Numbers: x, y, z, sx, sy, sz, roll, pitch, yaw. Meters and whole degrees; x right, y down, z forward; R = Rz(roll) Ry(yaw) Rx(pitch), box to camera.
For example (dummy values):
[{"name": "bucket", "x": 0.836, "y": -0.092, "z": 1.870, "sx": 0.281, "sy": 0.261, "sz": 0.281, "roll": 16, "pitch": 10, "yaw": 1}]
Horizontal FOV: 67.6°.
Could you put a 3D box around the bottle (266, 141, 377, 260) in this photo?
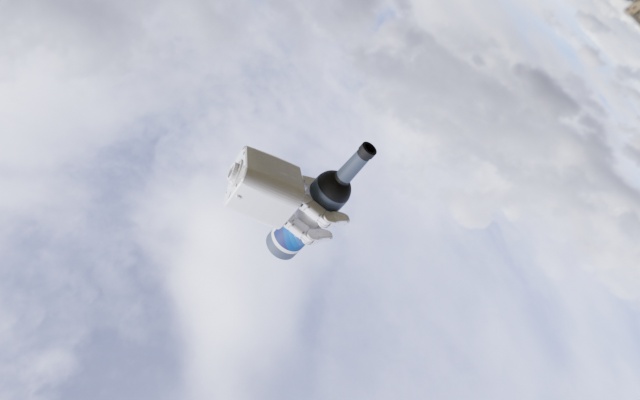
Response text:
[{"name": "bottle", "x": 0.000, "y": 0.003, "z": 0.831, "sx": 0.069, "sy": 0.069, "sz": 0.296, "roll": 0, "pitch": -35, "yaw": -39}]
